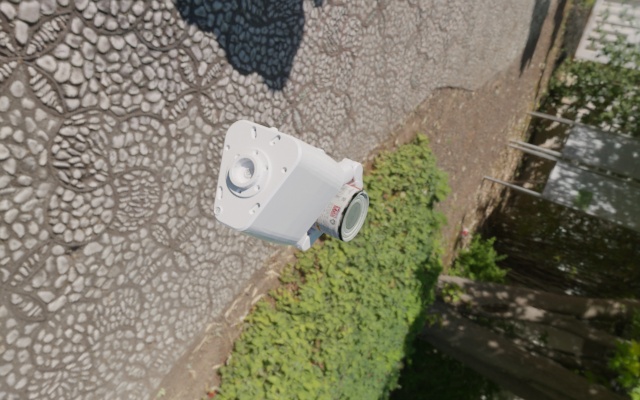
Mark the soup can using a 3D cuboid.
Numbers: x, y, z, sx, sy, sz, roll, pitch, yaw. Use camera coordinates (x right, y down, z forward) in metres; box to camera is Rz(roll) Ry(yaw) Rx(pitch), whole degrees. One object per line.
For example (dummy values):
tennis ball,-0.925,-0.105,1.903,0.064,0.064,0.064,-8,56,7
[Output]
soup can,0.000,0.002,0.592,0.102,0.068,0.068,23,10,26
